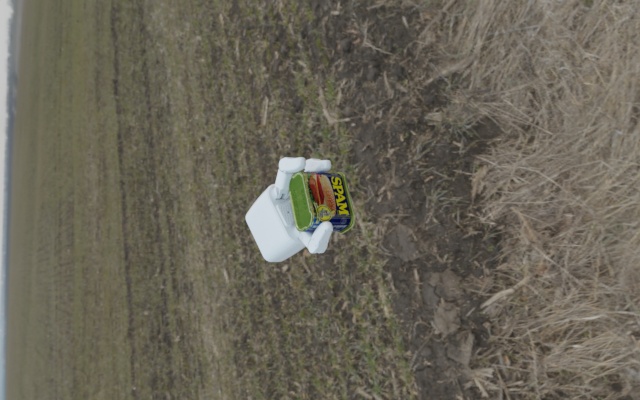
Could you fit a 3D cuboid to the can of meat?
[{"bbox_3d":[0.000,0.003,0.781,0.084,0.102,0.057,2,-24,-34],"label":"can of meat"}]
